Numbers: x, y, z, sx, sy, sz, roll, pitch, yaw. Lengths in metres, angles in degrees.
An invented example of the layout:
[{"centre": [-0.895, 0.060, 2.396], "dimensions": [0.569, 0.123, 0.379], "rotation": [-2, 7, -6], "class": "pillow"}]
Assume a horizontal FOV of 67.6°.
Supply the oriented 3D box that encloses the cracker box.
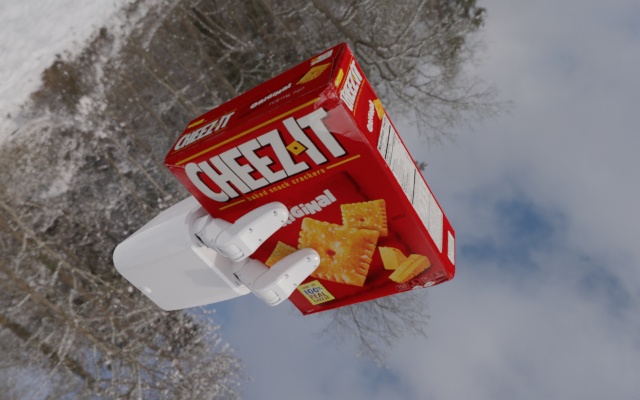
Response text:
[{"centre": [0.000, 0.001, 0.415], "dimensions": [0.164, 0.214, 0.072], "rotation": [-19, 35, 28], "class": "cracker box"}]
